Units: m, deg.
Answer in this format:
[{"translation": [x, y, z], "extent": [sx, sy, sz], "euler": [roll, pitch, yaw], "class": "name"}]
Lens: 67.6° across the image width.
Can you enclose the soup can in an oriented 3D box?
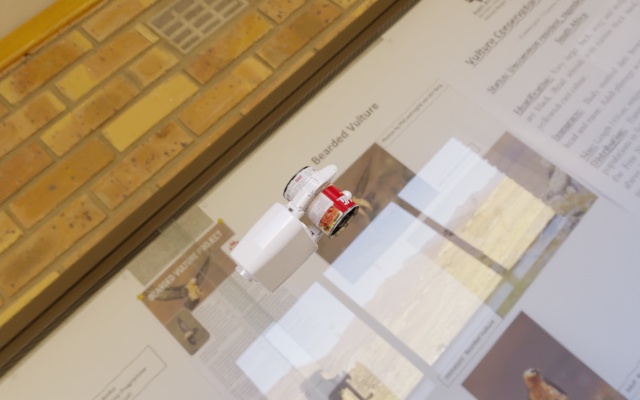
[{"translation": [0.000, 0.002, 0.744], "extent": [0.102, 0.068, 0.068], "euler": [41, 13, 16], "class": "soup can"}]
